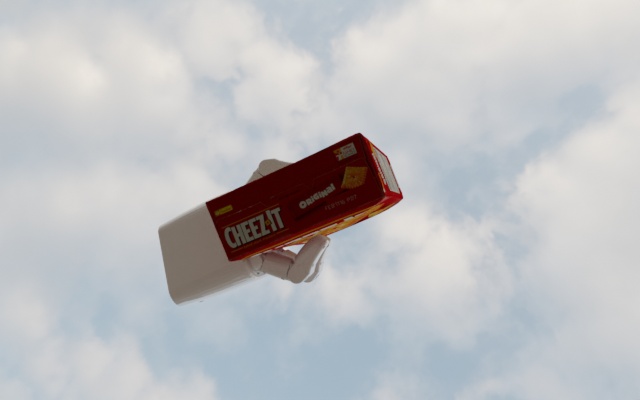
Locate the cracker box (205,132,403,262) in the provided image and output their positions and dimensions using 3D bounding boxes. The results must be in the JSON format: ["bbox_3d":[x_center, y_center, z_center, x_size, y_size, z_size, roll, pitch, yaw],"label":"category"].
[{"bbox_3d":[0.000,0.002,0.532,0.164,0.072,0.213,-24,-6,13],"label":"cracker box"}]
